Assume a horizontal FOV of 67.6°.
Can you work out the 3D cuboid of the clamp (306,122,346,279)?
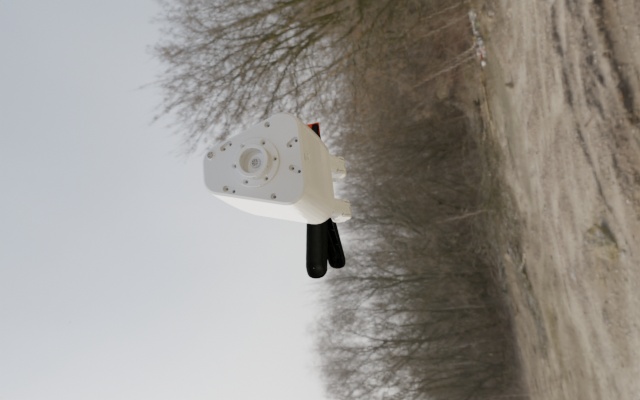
[{"bbox_3d":[-0.001,0.002,0.647,0.036,0.210,0.164,-9,-12,10],"label":"clamp"}]
